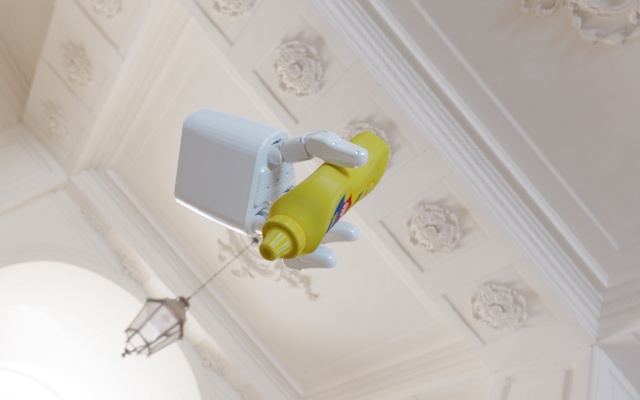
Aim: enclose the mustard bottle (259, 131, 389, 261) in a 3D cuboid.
[{"bbox_3d":[0.000,0.002,0.479,0.191,0.058,0.096,-42,-10,-48],"label":"mustard bottle"}]
